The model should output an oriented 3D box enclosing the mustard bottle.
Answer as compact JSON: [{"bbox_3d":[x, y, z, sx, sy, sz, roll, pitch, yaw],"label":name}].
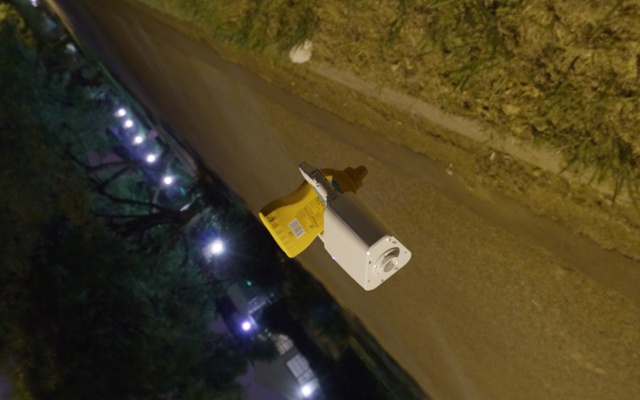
[{"bbox_3d":[0.000,0.003,0.791,0.191,0.096,0.058,-36,27,-10],"label":"mustard bottle"}]
